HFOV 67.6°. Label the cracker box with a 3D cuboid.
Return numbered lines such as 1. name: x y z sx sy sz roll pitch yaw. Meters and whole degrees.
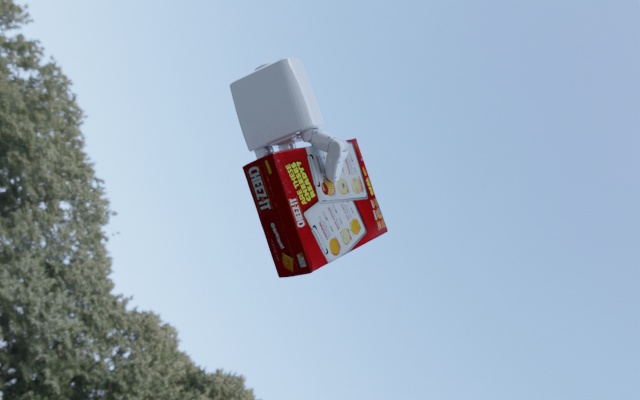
1. cracker box: 0.000 0.002 0.708 0.072 0.164 0.213 -18 0 37
